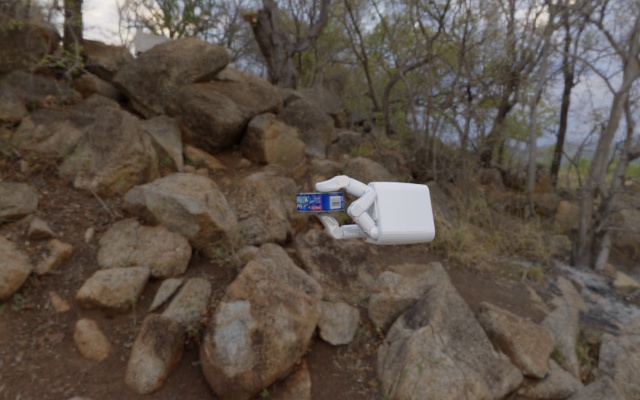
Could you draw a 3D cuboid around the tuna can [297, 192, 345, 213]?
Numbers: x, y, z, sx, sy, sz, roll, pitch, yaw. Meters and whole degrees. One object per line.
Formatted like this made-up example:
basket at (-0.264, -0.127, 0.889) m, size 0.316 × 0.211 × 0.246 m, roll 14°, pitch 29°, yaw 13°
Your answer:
tuna can at (0.000, 0.002, 0.859) m, size 0.086 × 0.034 × 0.086 m, roll -2°, pitch 2°, yaw 0°
